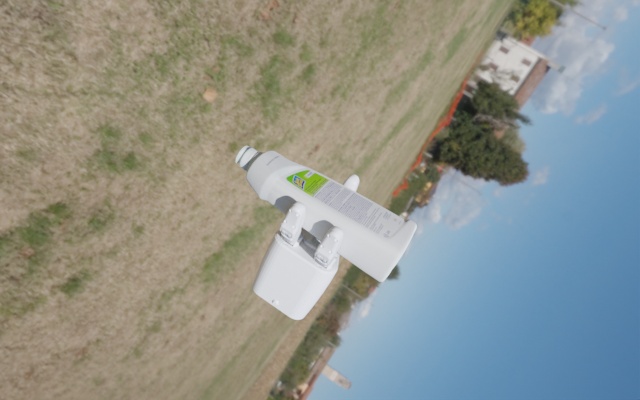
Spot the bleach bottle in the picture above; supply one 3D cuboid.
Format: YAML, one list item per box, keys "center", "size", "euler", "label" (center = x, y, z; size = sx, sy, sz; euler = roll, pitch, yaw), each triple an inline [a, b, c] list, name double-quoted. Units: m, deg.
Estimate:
- center: [0.000, 0.002, 0.638]
  size: [0.251, 0.068, 0.102]
  euler: [33, 30, 8]
  label: "bleach bottle"
